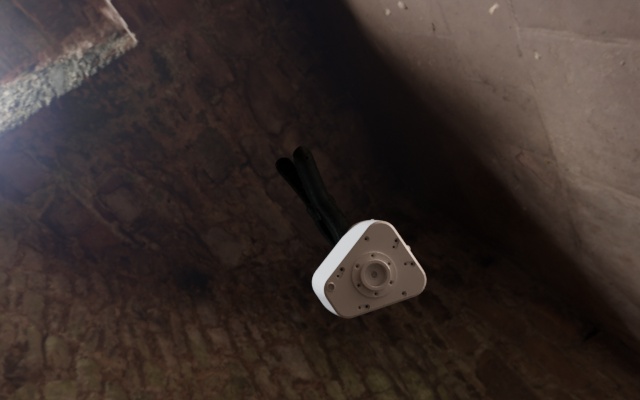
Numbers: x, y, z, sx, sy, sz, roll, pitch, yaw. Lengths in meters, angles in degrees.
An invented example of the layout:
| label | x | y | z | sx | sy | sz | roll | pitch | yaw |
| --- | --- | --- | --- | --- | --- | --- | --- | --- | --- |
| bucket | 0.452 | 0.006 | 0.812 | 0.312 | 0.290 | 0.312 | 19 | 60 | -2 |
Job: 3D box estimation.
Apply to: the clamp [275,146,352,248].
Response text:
| label | x | y | z | sx | sy | sz | roll | pitch | yaw |
| --- | --- | --- | --- | --- | --- | --- | --- | --- | --- |
| clamp | 0.000 | 0.003 | 0.633 | 0.039 | 0.171 | 0.120 | -37 | -1 | -10 |
